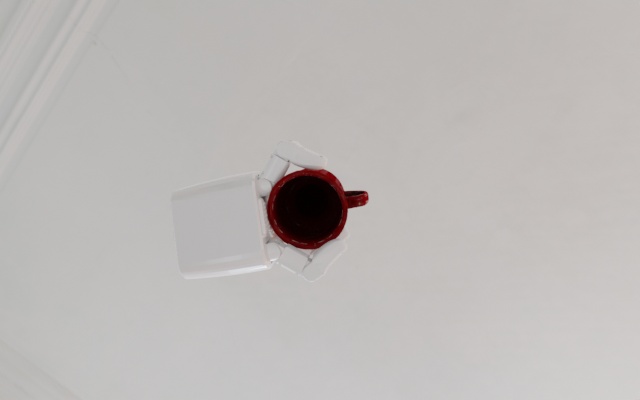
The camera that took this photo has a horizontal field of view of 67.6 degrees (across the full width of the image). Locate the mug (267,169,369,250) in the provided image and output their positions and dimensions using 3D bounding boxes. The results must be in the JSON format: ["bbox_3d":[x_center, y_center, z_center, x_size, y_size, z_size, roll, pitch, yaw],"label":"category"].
[{"bbox_3d":[0.002,0.002,0.579,0.117,0.093,0.081,-10,10,7],"label":"mug"}]
